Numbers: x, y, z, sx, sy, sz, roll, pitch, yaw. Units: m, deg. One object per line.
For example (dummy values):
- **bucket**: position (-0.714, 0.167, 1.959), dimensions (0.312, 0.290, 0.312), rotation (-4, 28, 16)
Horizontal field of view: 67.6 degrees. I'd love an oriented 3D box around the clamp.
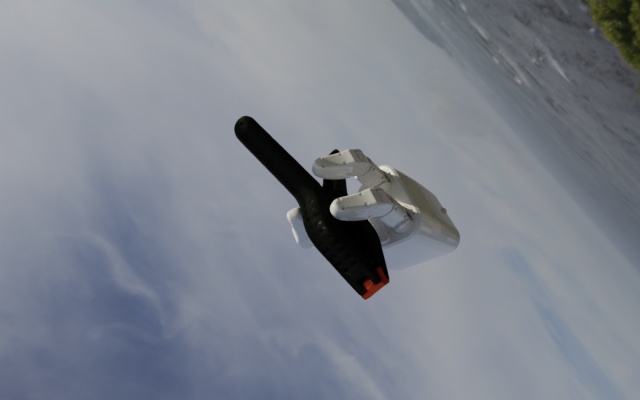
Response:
- **clamp**: position (0.000, 0.003, 0.482), dimensions (0.164, 0.209, 0.036), rotation (18, -53, -44)
